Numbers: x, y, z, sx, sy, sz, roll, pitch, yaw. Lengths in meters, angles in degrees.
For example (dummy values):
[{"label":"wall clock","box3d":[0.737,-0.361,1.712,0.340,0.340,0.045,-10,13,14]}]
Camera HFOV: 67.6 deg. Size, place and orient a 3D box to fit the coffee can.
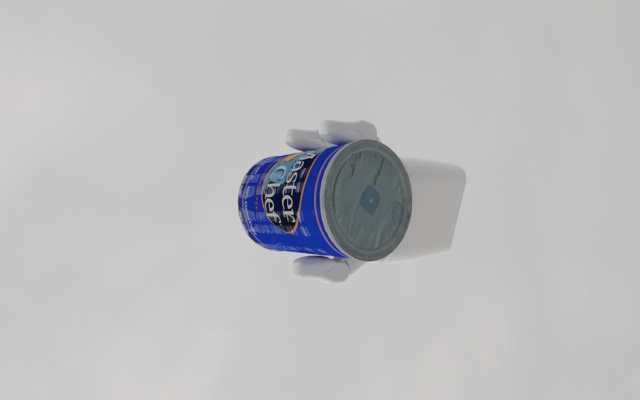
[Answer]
[{"label":"coffee can","box3d":[0.000,0.002,0.453,0.103,0.103,0.140,0,-1,-38]}]
